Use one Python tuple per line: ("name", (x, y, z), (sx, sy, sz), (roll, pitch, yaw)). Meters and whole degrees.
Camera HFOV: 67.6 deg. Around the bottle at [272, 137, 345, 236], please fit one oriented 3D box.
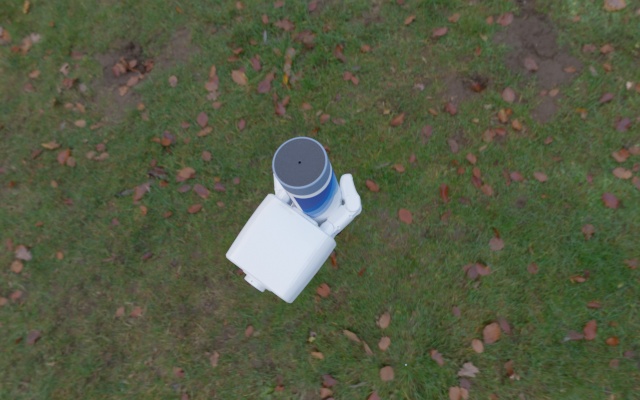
("bottle", (0.000, 0.002, 0.696), (0.069, 0.069, 0.296), (0, -19, 10))
